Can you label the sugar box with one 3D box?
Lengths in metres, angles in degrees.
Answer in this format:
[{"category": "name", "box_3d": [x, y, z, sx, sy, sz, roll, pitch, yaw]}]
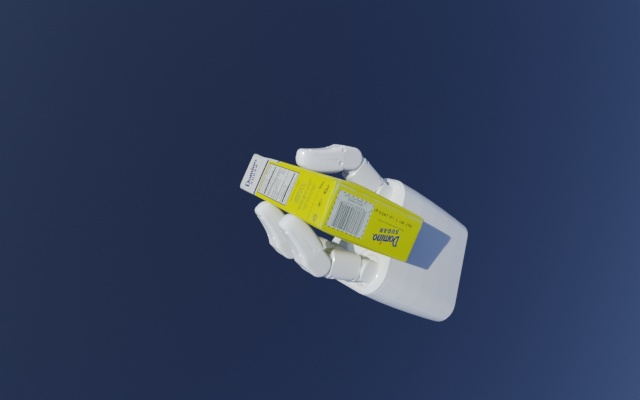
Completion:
[{"category": "sugar box", "box_3d": [0.000, 0.002, 0.440, 0.093, 0.048, 0.176, 24, -4, -30]}]
